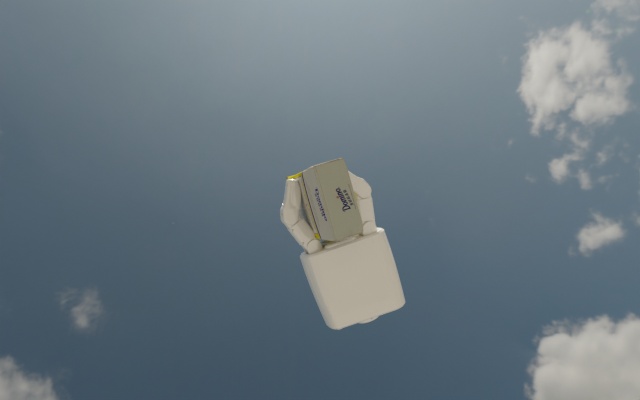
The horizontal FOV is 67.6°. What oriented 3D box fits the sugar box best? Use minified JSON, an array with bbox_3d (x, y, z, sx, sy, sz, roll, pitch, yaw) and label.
[{"bbox_3d":[0.001,0.002,0.632,0.048,0.093,0.176,-17,3,-17],"label":"sugar box"}]
